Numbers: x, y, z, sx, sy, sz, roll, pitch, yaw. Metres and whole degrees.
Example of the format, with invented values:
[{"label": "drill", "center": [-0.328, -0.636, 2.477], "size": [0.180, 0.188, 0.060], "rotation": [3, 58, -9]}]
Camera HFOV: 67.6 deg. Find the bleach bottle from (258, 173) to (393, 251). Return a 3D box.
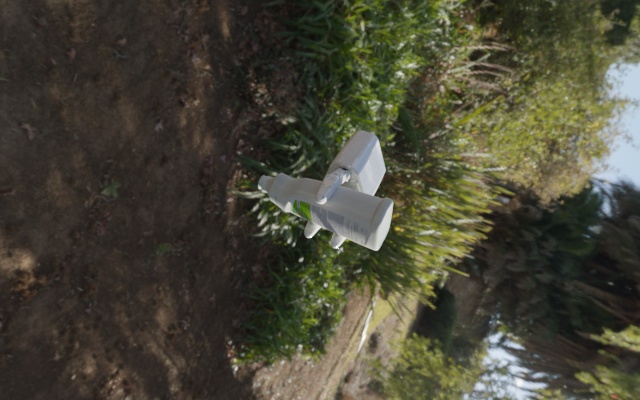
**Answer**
[{"label": "bleach bottle", "center": [0.000, 0.003, 0.857], "size": [0.251, 0.068, 0.103], "rotation": [21, -36, 18]}]
